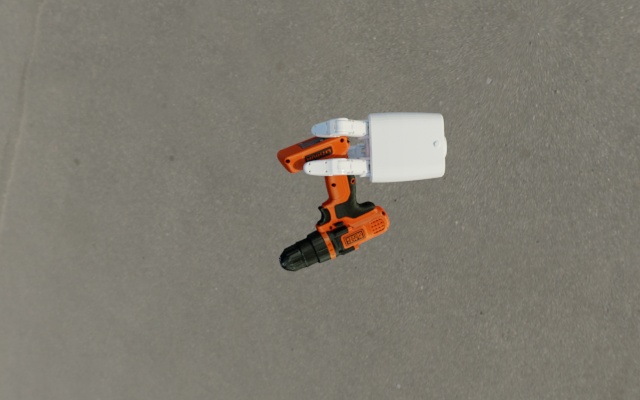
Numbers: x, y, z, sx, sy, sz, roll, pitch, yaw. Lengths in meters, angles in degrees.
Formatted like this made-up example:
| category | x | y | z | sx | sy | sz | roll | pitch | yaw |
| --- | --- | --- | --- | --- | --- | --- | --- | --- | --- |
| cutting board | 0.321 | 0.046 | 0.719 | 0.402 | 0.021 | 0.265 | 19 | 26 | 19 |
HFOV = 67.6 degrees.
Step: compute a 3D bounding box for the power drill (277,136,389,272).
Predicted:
| category | x | y | z | sx | sy | sz | roll | pitch | yaw |
| --- | --- | --- | --- | --- | --- | --- | --- | --- | --- |
| power drill | 0.000 | 0.002 | 0.724 | 0.184 | 0.188 | 0.057 | -24 | 24 | -11 |
